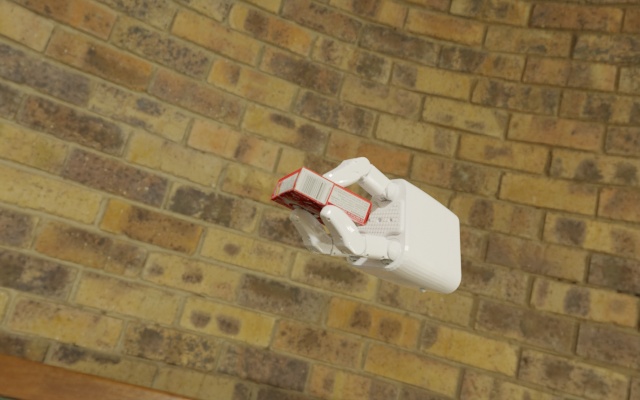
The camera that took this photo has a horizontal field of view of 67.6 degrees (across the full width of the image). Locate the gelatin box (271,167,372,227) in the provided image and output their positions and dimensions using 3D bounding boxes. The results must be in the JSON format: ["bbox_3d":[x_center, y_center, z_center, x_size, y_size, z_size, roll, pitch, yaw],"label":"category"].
[{"bbox_3d":[0.000,0.001,0.514,0.089,0.030,0.073,27,-17,-19],"label":"gelatin box"}]
